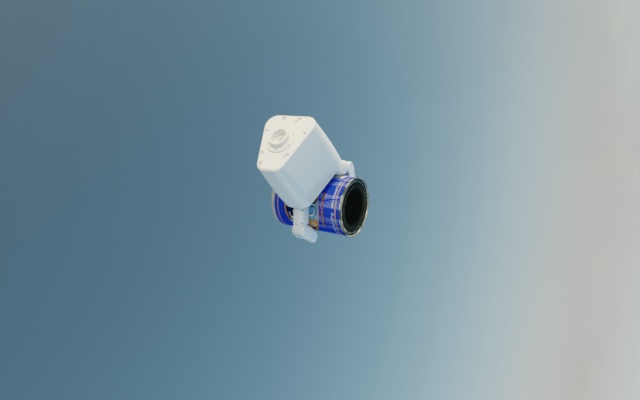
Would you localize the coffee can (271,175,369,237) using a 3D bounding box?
[{"bbox_3d":[0.000,0.003,0.838,0.140,0.103,0.103,9,4,31],"label":"coffee can"}]
